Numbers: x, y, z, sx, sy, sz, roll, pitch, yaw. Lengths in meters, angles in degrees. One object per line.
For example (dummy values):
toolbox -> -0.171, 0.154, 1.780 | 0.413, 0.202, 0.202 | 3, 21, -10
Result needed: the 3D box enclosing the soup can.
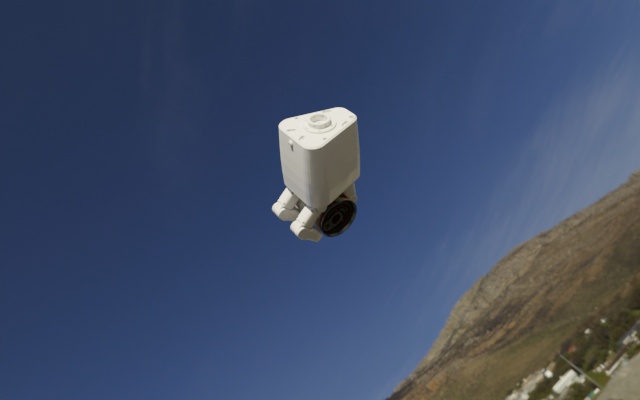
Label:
soup can -> 0.000, 0.003, 0.765 | 0.068, 0.068, 0.102 | 0, 31, -42
